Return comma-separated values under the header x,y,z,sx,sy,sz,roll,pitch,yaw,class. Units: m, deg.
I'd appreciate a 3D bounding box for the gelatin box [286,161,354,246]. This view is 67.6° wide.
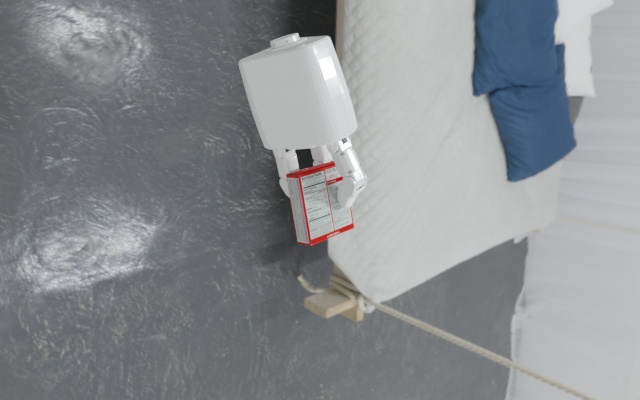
x,y,z,sx,sy,sz,roll,pitch,yaw,class
0.000,0.002,0.584,0.073,0.089,0.030,-19,15,-38,gelatin box
